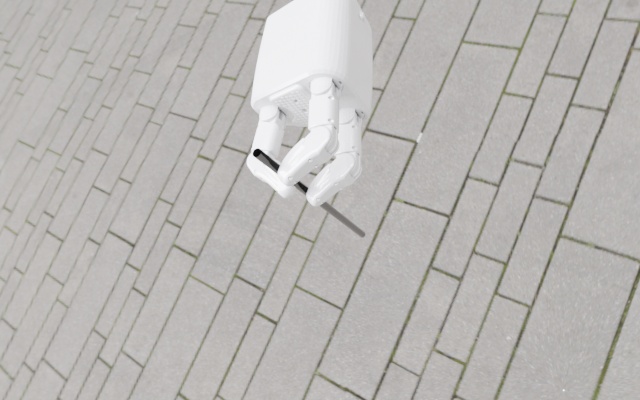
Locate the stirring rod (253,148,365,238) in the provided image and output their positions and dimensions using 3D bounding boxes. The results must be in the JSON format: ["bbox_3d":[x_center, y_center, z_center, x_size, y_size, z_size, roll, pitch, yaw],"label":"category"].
[{"bbox_3d":[0.000,0.002,0.486,0.011,0.011,0.240,0,-19,27],"label":"stirring rod"}]
